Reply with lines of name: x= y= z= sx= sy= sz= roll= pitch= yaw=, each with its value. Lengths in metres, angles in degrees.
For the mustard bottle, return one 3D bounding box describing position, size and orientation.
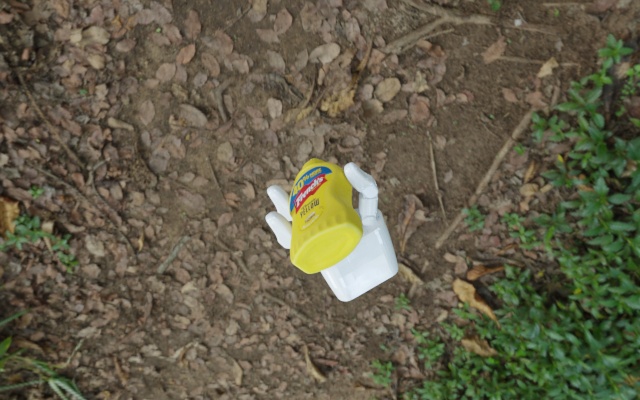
mustard bottle: x=0.000 y=0.002 z=0.644 sx=0.096 sy=0.191 sz=0.058 roll=-39 pitch=-58 yaw=22
